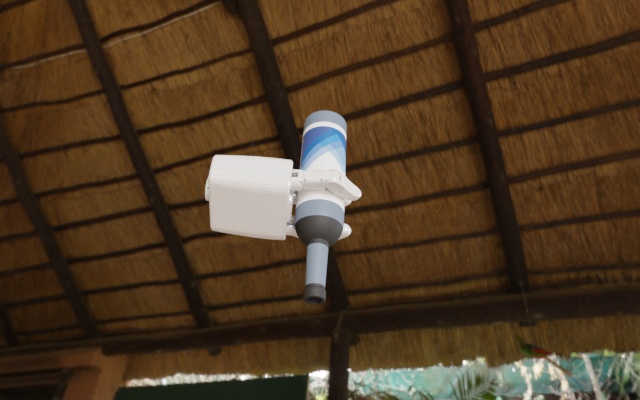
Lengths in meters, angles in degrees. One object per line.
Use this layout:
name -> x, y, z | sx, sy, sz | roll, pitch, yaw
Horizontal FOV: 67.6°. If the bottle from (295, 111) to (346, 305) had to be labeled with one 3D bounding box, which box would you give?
bottle -> 0.000, 0.002, 0.665 | 0.069, 0.295, 0.069 | 2, -35, 2
